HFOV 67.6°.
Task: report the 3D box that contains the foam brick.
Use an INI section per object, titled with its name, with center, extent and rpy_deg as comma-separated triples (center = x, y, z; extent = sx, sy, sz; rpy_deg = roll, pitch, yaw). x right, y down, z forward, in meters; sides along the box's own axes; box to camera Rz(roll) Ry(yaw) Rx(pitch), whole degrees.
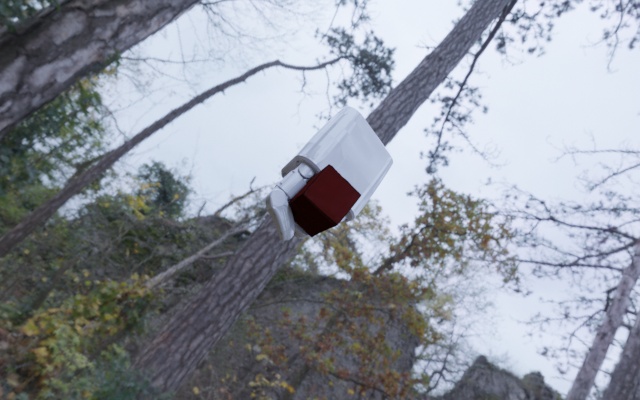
[foam brick]
center = 0.000, 0.002, 0.554
extent = 0.051, 0.053, 0.078
rpy_deg = -48, 7, -24
